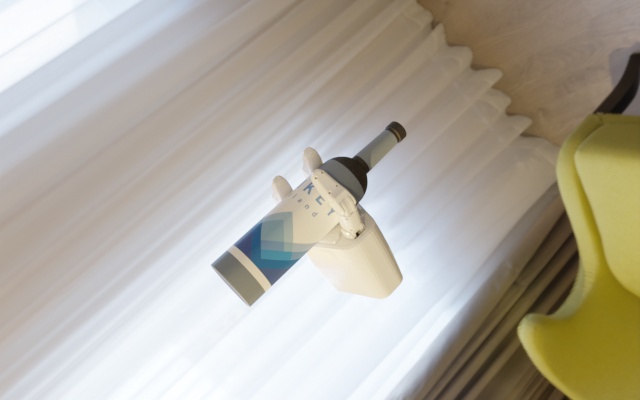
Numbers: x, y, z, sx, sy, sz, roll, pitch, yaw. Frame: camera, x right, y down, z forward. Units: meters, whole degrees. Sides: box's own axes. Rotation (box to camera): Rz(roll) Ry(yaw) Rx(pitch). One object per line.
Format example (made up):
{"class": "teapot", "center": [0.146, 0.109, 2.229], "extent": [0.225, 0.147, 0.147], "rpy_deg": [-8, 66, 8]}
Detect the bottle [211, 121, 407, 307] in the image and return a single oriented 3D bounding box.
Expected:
{"class": "bottle", "center": [0.000, 0.002, 0.585], "extent": [0.295, 0.069, 0.069], "rpy_deg": [-43, 15, -17]}
